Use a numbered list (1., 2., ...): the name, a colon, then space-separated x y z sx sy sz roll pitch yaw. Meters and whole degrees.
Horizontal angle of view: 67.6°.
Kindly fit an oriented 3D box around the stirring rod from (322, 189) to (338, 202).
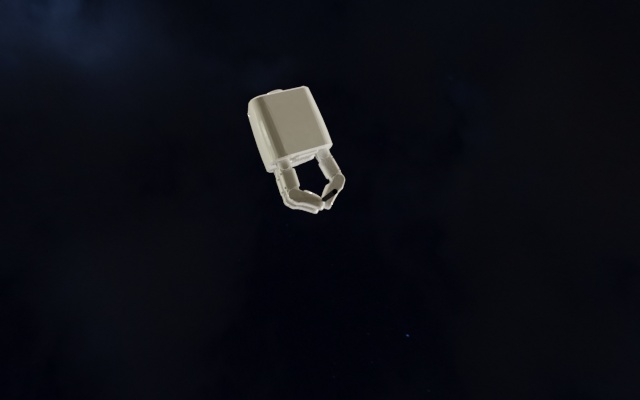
1. stirring rod: 0.000 0.002 0.771 0.011 0.011 0.239 0 -7 -10
